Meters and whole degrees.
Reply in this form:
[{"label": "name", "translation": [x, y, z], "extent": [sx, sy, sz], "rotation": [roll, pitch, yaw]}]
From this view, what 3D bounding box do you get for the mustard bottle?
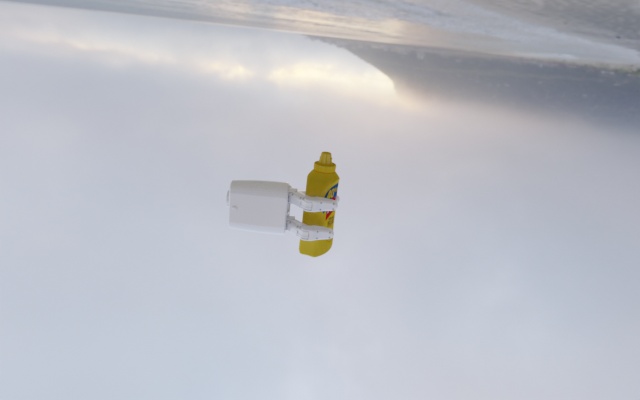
[{"label": "mustard bottle", "translation": [0.000, 0.003, 0.894], "extent": [0.058, 0.192, 0.096], "rotation": [13, 20, 20]}]
